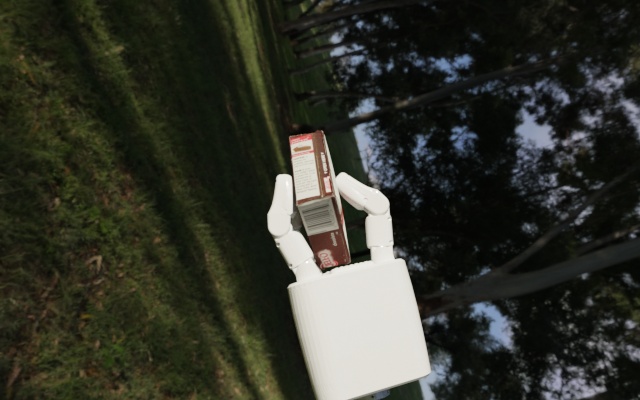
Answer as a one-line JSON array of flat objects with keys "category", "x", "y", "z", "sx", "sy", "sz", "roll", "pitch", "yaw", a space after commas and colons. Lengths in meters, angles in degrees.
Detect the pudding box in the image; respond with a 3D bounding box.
[{"category": "pudding box", "x": 0.000, "y": 0.002, "z": 0.479, "sx": 0.039, "sy": 0.090, "sz": 0.114, "roll": -11, "pitch": -40, "yaw": 2}]
